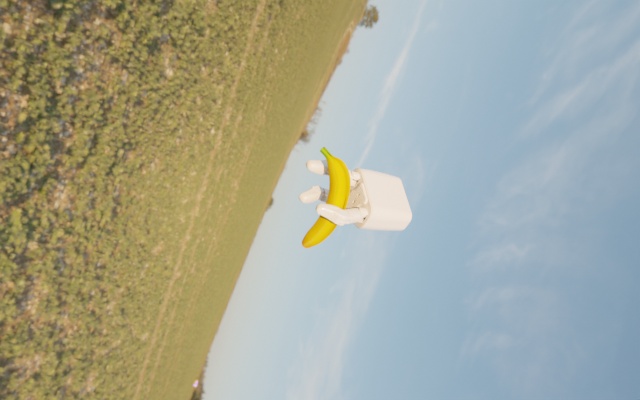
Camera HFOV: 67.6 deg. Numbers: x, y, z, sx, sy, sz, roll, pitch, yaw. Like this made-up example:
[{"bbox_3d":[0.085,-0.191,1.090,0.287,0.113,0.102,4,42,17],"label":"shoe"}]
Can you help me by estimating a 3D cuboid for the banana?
[{"bbox_3d":[0.015,0.006,0.870,0.069,0.198,0.037,23,20,31],"label":"banana"}]
